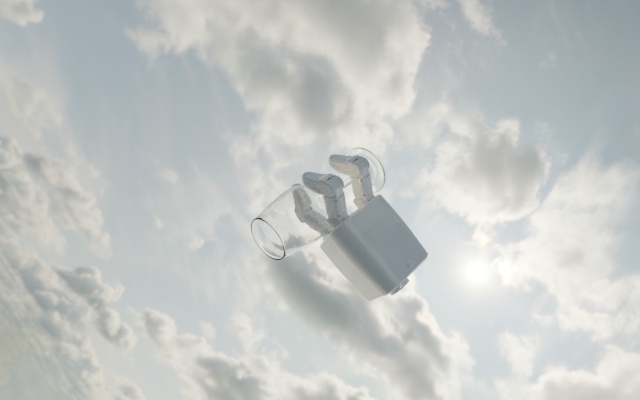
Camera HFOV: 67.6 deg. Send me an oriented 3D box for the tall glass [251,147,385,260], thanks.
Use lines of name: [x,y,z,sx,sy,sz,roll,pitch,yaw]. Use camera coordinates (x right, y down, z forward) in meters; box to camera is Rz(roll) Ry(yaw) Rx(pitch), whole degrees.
tall glass: [0.000,0.002,0.651,0.201,0.079,0.079,-35,22,-35]
